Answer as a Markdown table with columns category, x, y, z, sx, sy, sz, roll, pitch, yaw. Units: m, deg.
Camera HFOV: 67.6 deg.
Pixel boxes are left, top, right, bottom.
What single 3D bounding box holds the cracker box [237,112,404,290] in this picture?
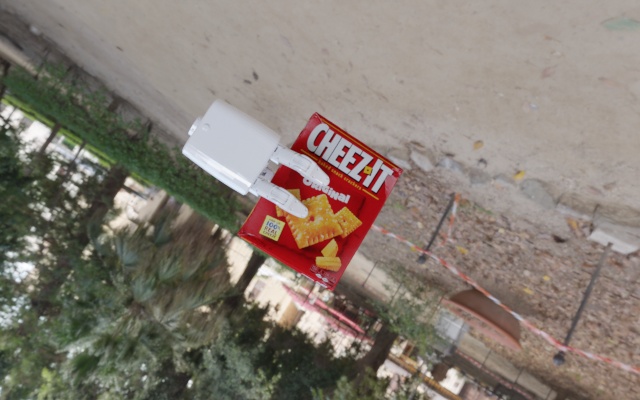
| category | x | y | z | sx | sy | sz | roll | pitch | yaw |
| --- | --- | --- | --- | --- | --- | --- | --- | --- | --- |
| cracker box | 0.000 | 0.003 | 0.719 | 0.164 | 0.213 | 0.072 | 32 | -7 | -8 |
